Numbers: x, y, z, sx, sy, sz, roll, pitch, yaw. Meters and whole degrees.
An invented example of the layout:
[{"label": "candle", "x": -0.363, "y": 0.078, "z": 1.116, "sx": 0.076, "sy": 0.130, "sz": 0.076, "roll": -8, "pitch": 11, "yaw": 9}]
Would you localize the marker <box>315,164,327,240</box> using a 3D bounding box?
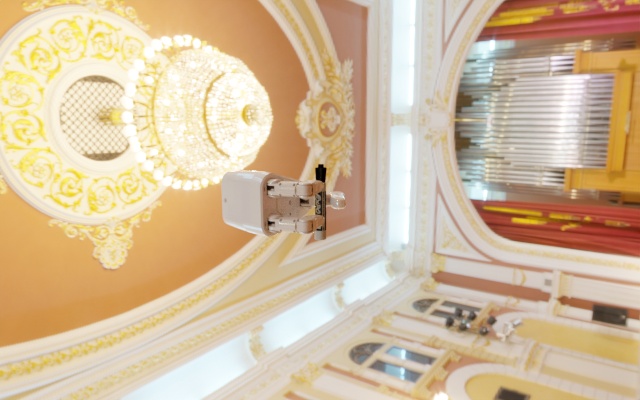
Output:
[{"label": "marker", "x": 0.000, "y": 0.002, "z": 0.759, "sx": 0.020, "sy": 0.121, "sz": 0.020, "roll": 0, "pitch": 9, "yaw": 0}]
